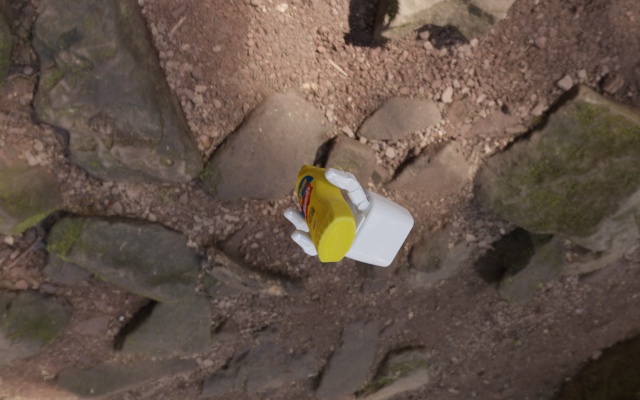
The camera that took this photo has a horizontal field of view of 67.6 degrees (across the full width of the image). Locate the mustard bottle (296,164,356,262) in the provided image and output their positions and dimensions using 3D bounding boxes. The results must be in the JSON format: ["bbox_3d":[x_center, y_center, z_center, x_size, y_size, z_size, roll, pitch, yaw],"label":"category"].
[{"bbox_3d":[0.000,0.003,0.784,0.058,0.096,0.191,-1,40,-19],"label":"mustard bottle"}]
